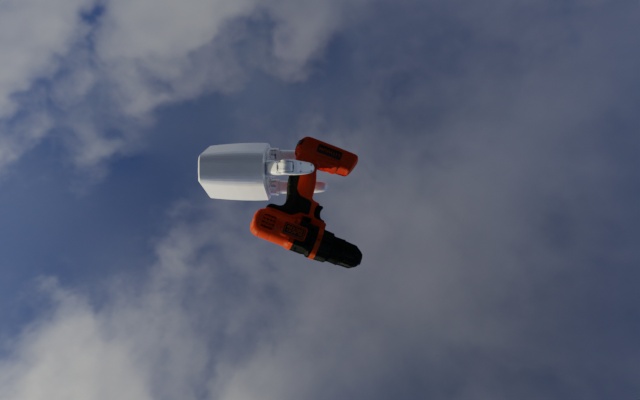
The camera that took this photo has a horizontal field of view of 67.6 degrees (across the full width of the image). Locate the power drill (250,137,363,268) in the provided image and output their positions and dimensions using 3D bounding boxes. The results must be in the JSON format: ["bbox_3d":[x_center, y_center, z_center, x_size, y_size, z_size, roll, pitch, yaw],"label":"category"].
[{"bbox_3d":[0.000,0.002,0.776,0.184,0.187,0.057,22,-22,-7],"label":"power drill"}]
